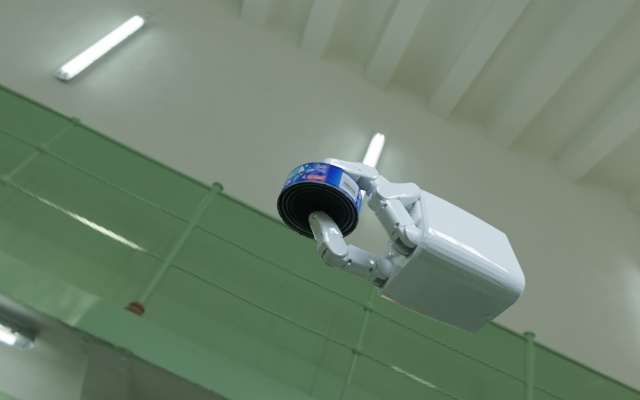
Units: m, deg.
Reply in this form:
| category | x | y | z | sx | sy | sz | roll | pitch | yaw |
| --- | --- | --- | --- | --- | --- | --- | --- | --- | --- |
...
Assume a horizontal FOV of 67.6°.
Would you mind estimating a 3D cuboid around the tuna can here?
| category | x | y | z | sx | sy | sz | roll | pitch | yaw |
| --- | --- | --- | --- | --- | --- | --- | --- | --- | --- |
| tuna can | 0.000 | 0.001 | 0.499 | 0.086 | 0.086 | 0.033 | 0 | 44 | 17 |
